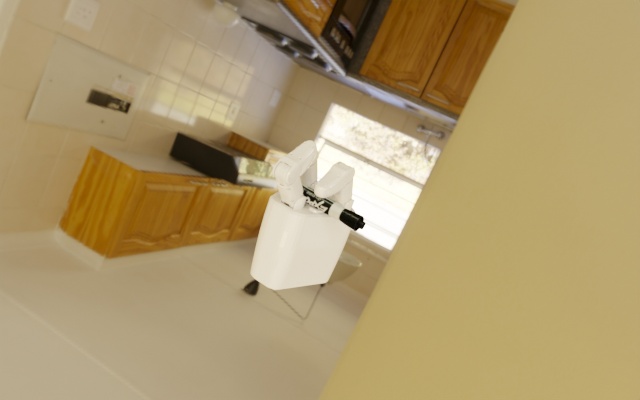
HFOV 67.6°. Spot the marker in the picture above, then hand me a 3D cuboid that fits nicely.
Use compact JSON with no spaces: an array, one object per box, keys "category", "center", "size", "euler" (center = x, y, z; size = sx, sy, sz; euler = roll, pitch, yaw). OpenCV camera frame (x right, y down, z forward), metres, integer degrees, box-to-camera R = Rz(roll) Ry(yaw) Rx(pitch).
[{"category":"marker","center":[0.000,0.002,0.548],"size":[0.121,0.020,0.020],"euler":[29,14,27]}]
